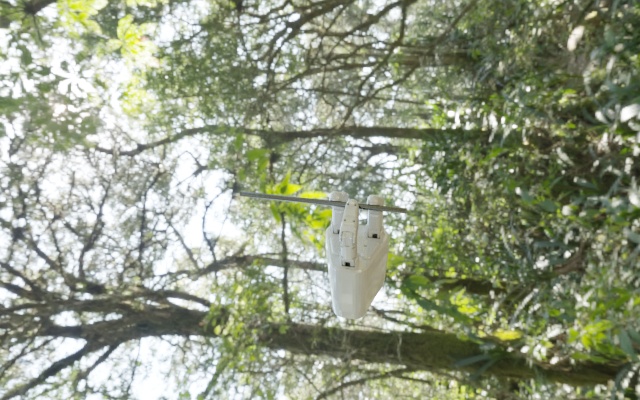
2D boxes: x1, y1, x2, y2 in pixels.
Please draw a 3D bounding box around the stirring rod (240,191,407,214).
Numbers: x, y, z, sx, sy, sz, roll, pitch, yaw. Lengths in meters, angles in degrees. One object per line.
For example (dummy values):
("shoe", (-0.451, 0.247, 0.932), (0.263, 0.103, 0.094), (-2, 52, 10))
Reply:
("stirring rod", (0.000, 0.002, 0.676), (0.239, 0.011, 0.011), (6, 1, 12))
